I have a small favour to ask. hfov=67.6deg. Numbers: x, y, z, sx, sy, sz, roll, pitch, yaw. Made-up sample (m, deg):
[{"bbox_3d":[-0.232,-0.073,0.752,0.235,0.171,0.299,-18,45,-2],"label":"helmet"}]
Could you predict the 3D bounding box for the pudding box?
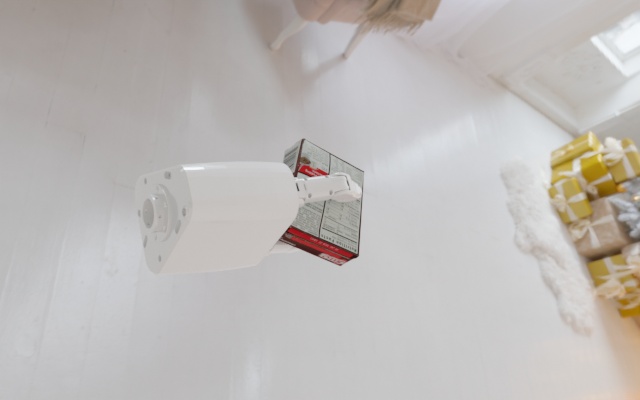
[{"bbox_3d":[0.000,0.002,0.505,0.090,0.113,0.039,27,-36,-27],"label":"pudding box"}]
